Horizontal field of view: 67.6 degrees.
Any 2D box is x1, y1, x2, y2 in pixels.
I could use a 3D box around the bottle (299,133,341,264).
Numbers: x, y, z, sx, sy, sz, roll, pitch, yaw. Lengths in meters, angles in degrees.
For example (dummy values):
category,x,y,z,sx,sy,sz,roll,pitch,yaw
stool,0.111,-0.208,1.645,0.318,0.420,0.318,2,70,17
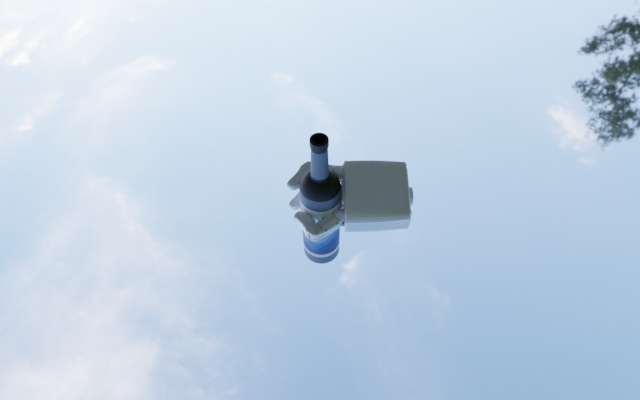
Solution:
category,x,y,z,sx,sy,sz,roll,pitch,yaw
bottle,0.000,0.003,0.783,0.069,0.069,0.296,0,-37,1
